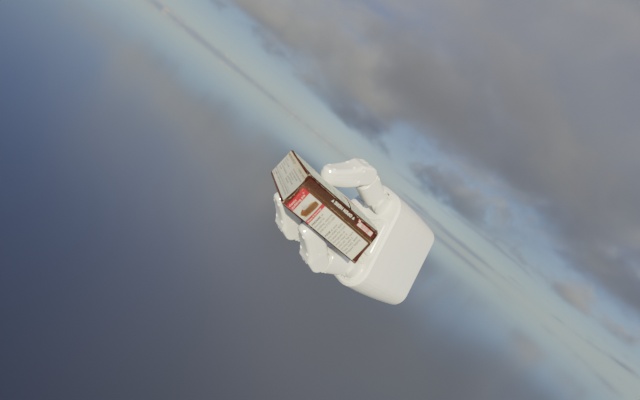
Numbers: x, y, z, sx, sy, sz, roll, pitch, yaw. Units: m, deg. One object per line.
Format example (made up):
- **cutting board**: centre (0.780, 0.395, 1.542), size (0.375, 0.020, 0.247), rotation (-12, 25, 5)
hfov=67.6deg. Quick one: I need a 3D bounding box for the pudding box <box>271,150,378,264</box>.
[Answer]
- **pudding box**: centre (0.000, 0.001, 0.459), size (0.090, 0.039, 0.113), rotation (40, 4, -19)
